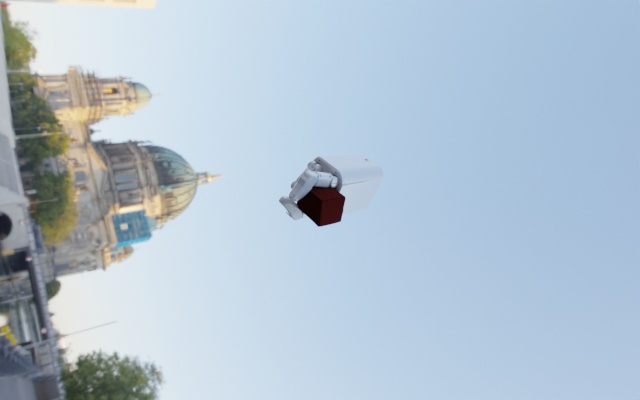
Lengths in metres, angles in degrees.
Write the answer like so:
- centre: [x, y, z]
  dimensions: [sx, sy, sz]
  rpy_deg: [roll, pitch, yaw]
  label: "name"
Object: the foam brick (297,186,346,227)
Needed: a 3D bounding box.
- centre: [0.000, 0.003, 0.852]
  dimensions: [0.051, 0.053, 0.078]
  rpy_deg: [-9, 33, -33]
  label: "foam brick"
